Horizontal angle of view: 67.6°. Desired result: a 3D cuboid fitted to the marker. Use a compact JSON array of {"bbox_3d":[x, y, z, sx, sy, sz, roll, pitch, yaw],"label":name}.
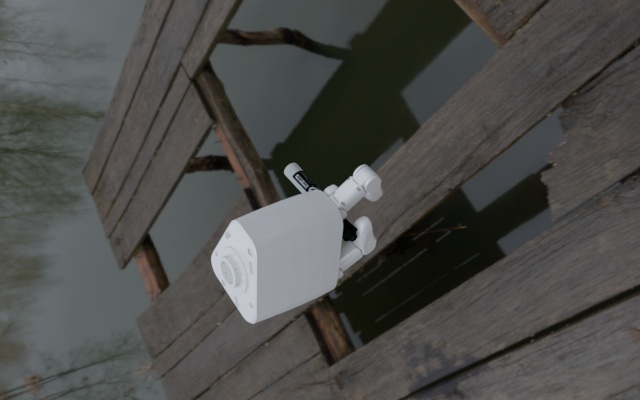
[{"bbox_3d":[0.000,0.002,0.530,0.020,0.020,0.121,0,40,-50],"label":"marker"}]
